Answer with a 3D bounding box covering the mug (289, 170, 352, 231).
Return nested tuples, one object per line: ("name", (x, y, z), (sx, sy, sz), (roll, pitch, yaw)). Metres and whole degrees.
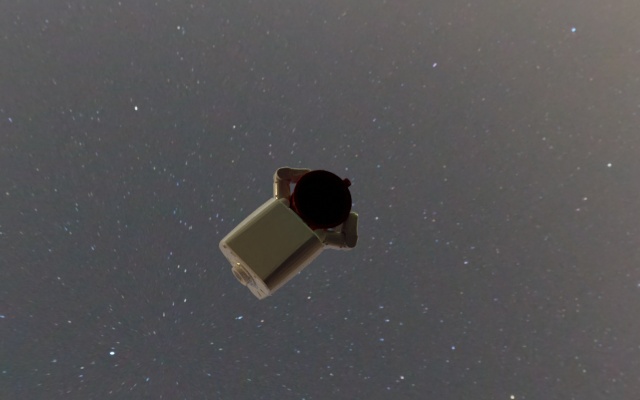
("mug", (0.001, 0.002, 0.756), (0.117, 0.093, 0.081), (-39, -2, -26))
